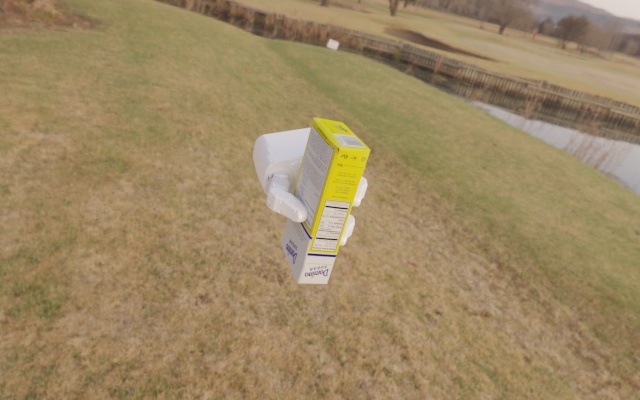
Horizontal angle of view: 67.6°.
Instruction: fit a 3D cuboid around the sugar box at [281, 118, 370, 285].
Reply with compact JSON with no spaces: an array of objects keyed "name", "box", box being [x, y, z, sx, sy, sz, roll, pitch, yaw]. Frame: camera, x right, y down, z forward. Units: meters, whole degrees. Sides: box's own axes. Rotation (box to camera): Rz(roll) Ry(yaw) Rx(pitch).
[{"name":"sugar box","box":[0.001,0.002,0.565,0.048,0.176,0.093,4,27,-21]}]
